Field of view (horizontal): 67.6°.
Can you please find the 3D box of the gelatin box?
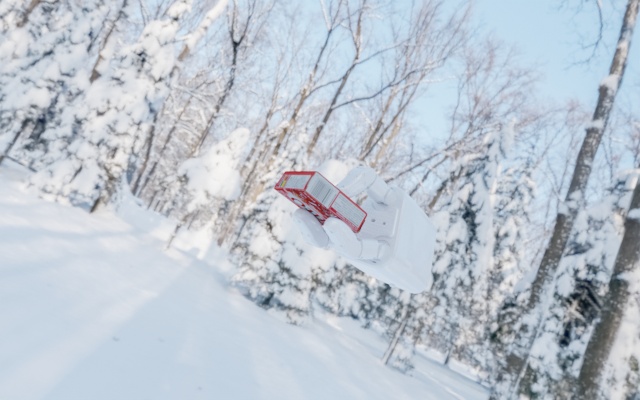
[{"bbox_3d":[0.000,0.001,0.553,0.089,0.030,0.073,39,-16,-28],"label":"gelatin box"}]
